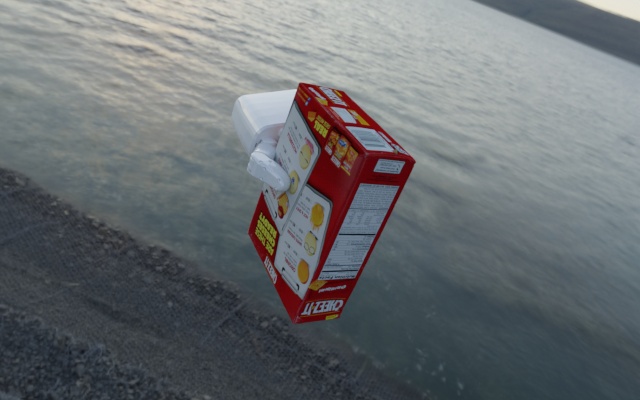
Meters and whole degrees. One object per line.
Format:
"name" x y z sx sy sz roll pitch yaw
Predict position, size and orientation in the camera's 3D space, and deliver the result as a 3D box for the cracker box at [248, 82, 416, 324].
"cracker box" 0.000 0.002 0.535 0.072 0.214 0.164 3 33 -31
